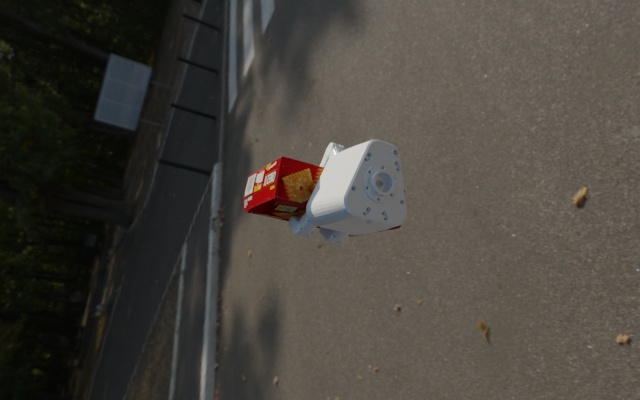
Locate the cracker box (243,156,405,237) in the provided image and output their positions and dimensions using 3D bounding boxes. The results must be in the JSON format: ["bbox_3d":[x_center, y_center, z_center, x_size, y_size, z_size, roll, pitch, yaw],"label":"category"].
[{"bbox_3d":[0.000,0.002,0.771,0.214,0.072,0.164,15,-14,-23],"label":"cracker box"}]
